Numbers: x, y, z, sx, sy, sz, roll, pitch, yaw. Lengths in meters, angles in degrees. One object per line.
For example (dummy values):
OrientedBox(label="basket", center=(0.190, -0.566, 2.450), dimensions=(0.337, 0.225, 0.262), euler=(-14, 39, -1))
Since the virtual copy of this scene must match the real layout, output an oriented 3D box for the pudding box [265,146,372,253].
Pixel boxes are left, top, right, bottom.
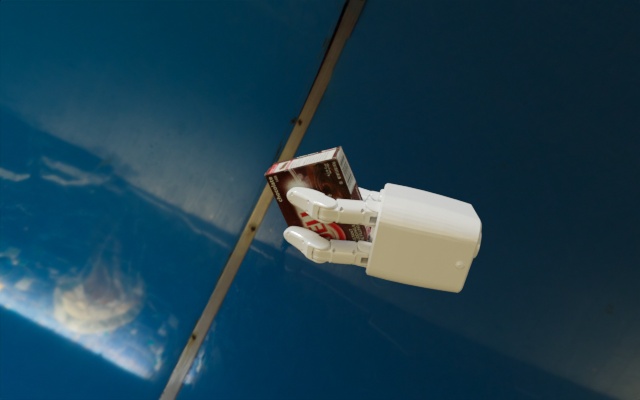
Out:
OrientedBox(label="pudding box", center=(0.000, 0.002, 0.551), dimensions=(0.090, 0.113, 0.039), euler=(-12, 24, 23))
